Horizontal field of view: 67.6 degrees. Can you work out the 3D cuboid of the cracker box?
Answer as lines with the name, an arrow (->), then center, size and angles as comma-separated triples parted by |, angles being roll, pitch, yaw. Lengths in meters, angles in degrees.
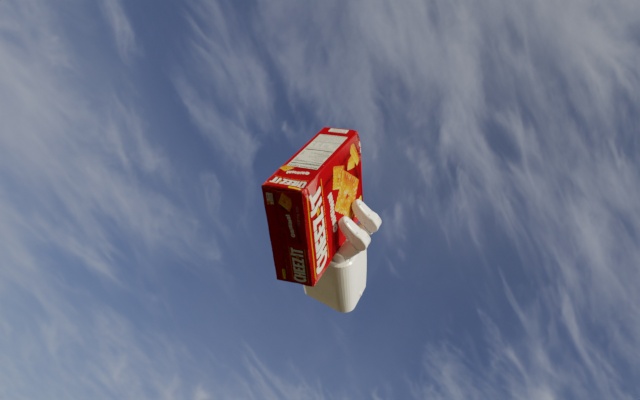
cracker box -> 0.000, 0.002, 0.742 | 0.072, 0.164, 0.213 | 8, 33, 23
